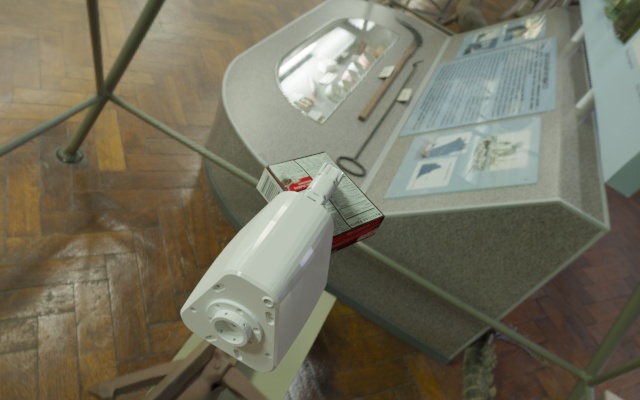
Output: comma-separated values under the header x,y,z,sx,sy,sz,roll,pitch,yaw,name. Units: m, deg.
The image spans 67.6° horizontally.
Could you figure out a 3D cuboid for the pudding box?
x,y,z,sx,sy,sz,roll,pitch,yaw,name
0.000,0.002,0.515,0.090,0.113,0.039,-18,-31,-40,pudding box
